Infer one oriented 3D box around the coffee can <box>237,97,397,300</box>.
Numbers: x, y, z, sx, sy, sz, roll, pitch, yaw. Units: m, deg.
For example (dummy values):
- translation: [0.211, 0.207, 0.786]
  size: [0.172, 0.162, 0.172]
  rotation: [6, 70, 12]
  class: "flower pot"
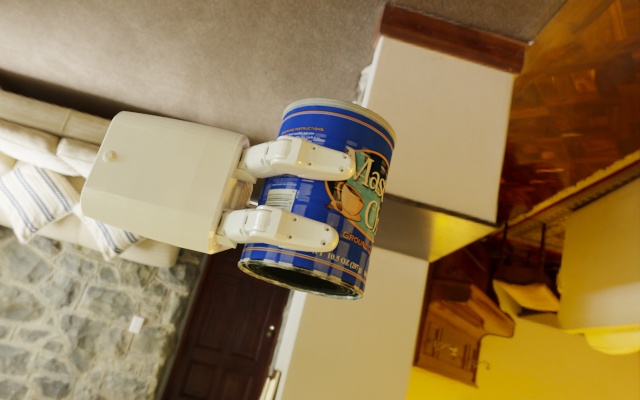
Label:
- translation: [0.000, 0.001, 0.401]
  size: [0.103, 0.140, 0.103]
  rotation: [13, -18, 4]
  class: "coffee can"
